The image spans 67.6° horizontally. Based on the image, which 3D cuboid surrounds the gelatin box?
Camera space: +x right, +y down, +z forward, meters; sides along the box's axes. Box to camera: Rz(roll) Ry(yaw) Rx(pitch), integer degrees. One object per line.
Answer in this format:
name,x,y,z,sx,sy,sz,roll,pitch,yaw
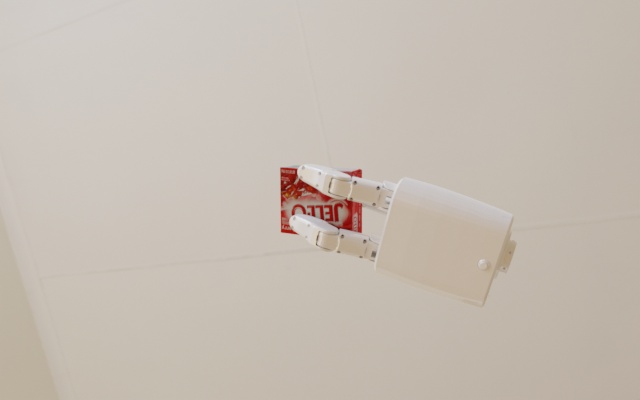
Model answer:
gelatin box,0.000,0.002,0.507,0.089,0.073,0.030,6,12,29
